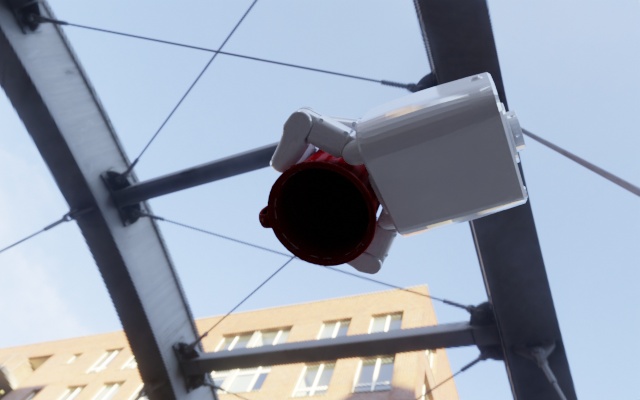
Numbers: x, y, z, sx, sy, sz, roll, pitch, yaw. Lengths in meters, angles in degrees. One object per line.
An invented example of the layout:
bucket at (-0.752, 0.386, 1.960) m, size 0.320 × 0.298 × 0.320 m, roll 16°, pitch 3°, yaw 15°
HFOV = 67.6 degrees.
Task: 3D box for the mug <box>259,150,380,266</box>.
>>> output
mug at (-0.001, 0.002, 0.429) m, size 0.117 × 0.093 × 0.081 m, roll -16°, pitch 16°, yaw 22°
